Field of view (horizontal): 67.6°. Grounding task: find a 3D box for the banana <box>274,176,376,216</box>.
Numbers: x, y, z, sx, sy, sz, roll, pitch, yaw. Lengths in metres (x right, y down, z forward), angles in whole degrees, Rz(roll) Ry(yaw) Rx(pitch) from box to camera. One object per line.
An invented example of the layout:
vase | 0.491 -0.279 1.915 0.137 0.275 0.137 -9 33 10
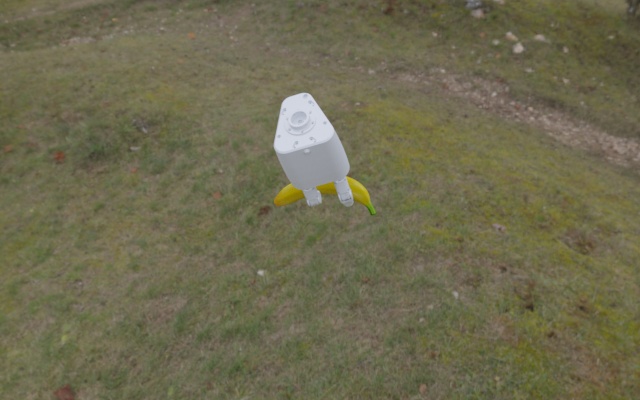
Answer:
banana | 0.005 -0.015 0.882 0.198 0.069 0.037 6 1 19
